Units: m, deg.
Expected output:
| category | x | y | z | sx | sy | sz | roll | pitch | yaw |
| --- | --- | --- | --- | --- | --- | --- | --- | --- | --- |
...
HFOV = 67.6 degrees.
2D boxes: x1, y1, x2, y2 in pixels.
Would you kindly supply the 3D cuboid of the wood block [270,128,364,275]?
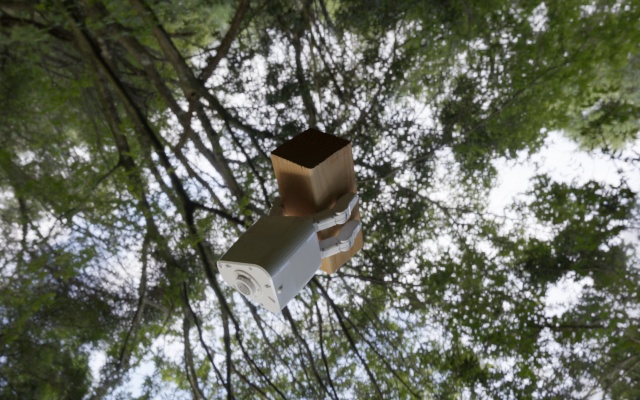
| category | x | y | z | sx | sy | sz | roll | pitch | yaw |
| --- | --- | --- | --- | --- | --- | --- | --- | --- | --- |
| wood block | 0.000 | 0.003 | 0.760 | 0.091 | 0.206 | 0.090 | 25 | 49 | 38 |
